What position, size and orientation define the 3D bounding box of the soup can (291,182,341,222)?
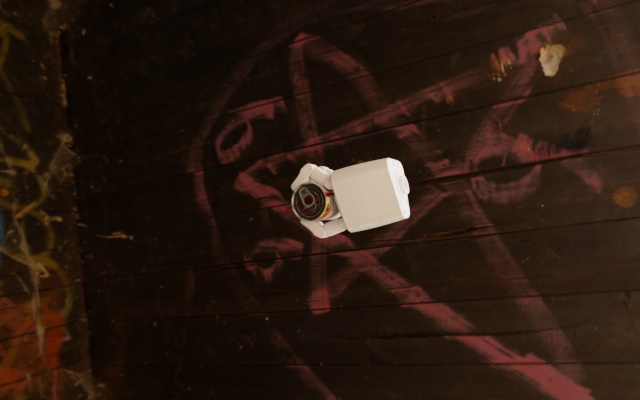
[{"bbox_3d":[0.000,0.003,0.870,0.068,0.068,0.102,0,-1,25],"label":"soup can"}]
